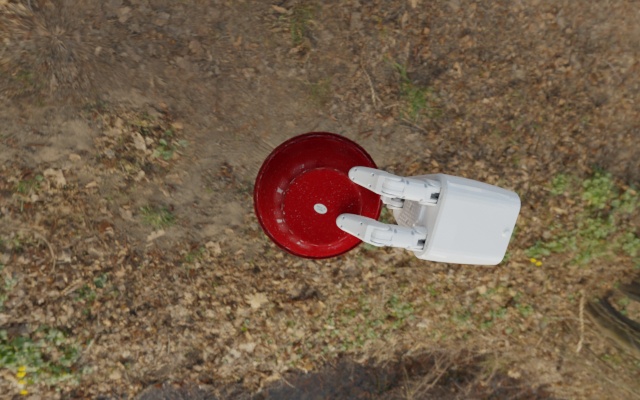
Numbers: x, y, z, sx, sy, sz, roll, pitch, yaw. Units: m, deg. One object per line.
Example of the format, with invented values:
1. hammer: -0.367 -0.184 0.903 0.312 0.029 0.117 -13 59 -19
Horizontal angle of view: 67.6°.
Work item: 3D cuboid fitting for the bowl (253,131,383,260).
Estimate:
1. bowl: -0.001 0.002 0.563 0.162 0.162 0.055 0 13 -4
